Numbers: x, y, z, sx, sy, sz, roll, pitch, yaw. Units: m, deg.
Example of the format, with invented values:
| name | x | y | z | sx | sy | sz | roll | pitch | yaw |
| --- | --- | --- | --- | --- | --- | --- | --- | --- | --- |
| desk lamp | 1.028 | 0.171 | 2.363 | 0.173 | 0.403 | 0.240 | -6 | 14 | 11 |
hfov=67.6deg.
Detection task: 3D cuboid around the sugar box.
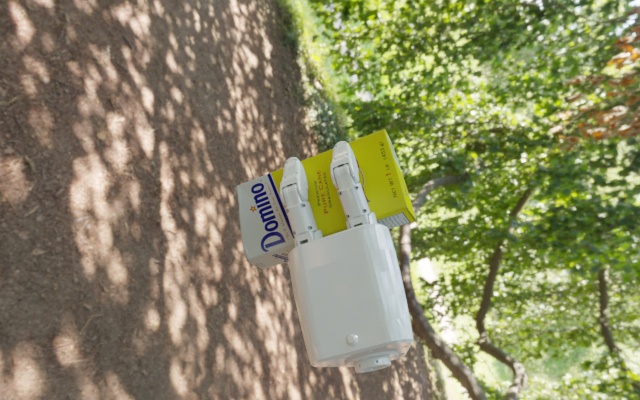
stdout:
| name | x | y | z | sx | sy | sz | roll | pitch | yaw |
| --- | --- | --- | --- | --- | --- | --- | --- | --- | --- |
| sugar box | 0.000 | 0.002 | 0.497 | 0.176 | 0.093 | 0.048 | -19 | -27 | 14 |
